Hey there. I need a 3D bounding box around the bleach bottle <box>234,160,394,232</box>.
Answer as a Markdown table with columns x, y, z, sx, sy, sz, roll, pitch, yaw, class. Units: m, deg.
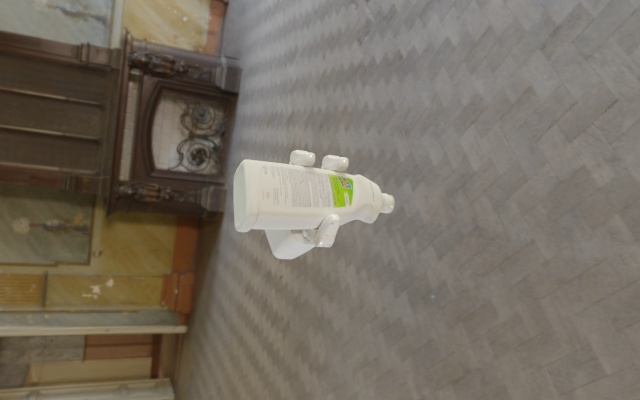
| x | y | z | sx | sy | sz | roll | pitch | yaw | class |
| --- | --- | --- | --- | --- | --- | --- | --- | --- | --- |
| 0.000 | 0.002 | 0.716 | 0.251 | 0.102 | 0.068 | 6 | -25 | -25 | bleach bottle |
